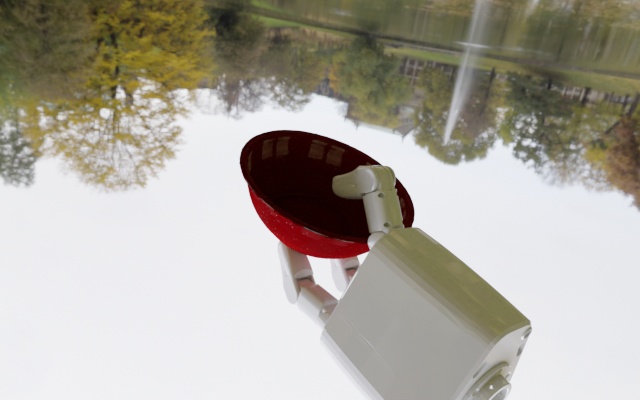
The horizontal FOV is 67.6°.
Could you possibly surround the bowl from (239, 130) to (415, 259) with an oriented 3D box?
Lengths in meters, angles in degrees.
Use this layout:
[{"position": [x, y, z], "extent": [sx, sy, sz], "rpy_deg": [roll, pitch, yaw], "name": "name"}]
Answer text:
[{"position": [0.000, 0.001, 0.431], "extent": [0.162, 0.055, 0.162], "rpy_deg": [16, 33, -11], "name": "bowl"}]
